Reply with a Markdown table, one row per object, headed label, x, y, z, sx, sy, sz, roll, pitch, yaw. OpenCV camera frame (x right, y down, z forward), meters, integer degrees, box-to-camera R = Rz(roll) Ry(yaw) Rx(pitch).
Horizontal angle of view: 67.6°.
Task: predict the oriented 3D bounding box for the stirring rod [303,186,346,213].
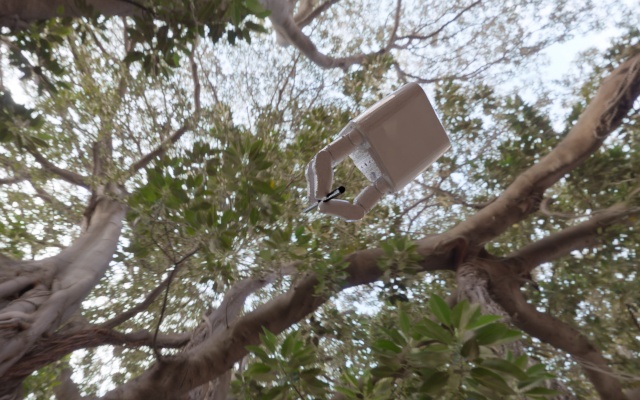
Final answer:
| label | x | y | z | sx | sy | sz | roll | pitch | yaw |
| --- | --- | --- | --- | --- | --- | --- | --- | --- | --- |
| stirring rod | 0.000 | 0.002 | 0.637 | 0.011 | 0.011 | 0.239 | 0 | -7 | -11 |
